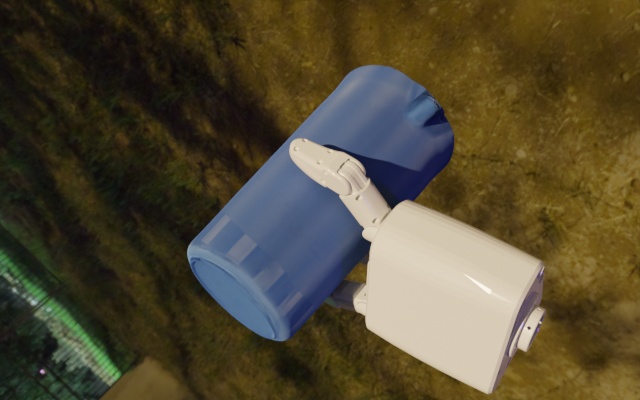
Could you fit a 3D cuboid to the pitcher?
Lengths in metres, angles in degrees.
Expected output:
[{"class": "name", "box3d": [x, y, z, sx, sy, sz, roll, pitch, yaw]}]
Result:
[{"class": "pitcher", "box3d": [0.000, 0.001, 0.434, 0.145, 0.149, 0.242, 25, 58, 31]}]
